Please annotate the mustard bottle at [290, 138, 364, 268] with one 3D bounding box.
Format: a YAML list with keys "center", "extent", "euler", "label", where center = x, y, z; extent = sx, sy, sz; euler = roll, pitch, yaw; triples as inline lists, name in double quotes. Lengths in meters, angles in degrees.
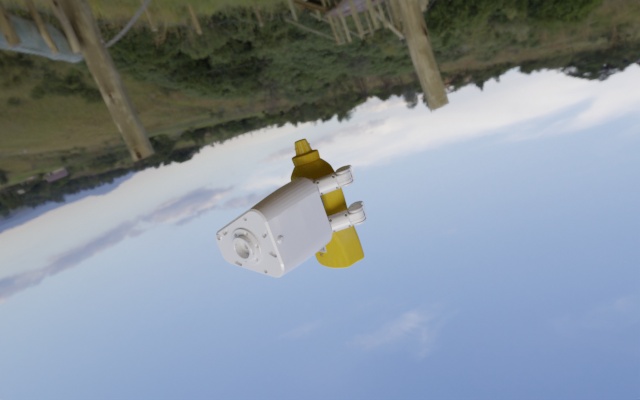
- center: [0.000, 0.002, 0.704]
  extent: [0.058, 0.192, 0.096]
  euler: [-25, 14, -25]
  label: "mustard bottle"
